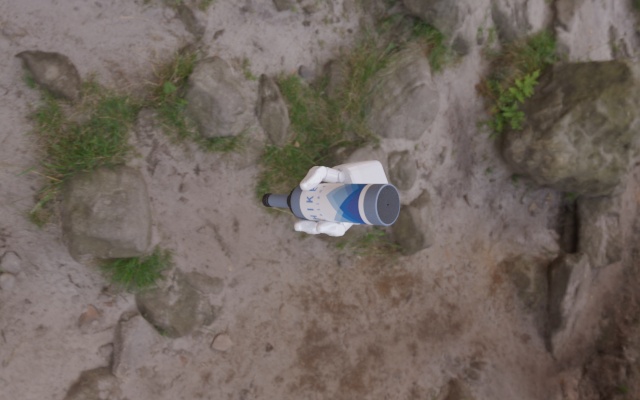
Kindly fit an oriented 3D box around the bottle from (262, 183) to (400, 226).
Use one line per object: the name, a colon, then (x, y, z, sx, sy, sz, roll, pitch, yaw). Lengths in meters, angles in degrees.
bottle: (0.000, 0.003, 0.850, 0.295, 0.069, 0.069, 2, 1, 44)
